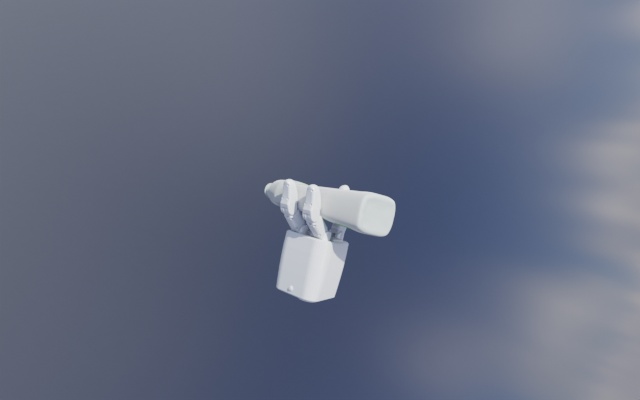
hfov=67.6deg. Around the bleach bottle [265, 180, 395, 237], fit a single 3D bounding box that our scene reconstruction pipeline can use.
[{"bbox_3d":[0.000,0.003,0.845,0.251,0.068,0.102,13,-1,41],"label":"bleach bottle"}]
